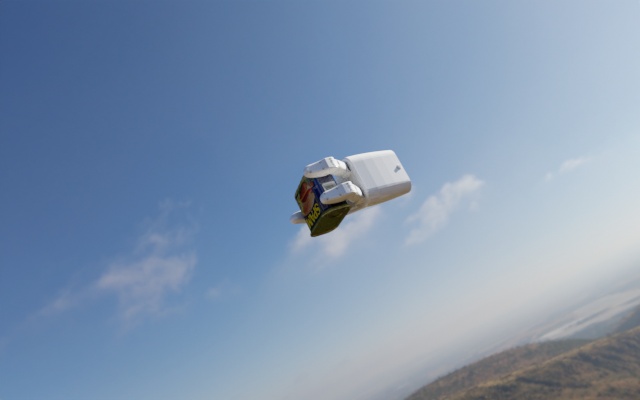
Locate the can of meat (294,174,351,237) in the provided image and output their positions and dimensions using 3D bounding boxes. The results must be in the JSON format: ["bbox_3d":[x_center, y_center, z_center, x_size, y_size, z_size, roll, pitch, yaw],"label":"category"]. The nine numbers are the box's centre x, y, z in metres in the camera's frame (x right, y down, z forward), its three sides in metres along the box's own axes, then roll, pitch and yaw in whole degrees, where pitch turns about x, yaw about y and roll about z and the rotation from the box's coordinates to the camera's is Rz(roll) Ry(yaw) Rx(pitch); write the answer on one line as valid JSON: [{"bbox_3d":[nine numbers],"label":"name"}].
[{"bbox_3d":[0.000,0.003,0.832,0.057,0.084,0.102,-16,-23,-26],"label":"can of meat"}]
